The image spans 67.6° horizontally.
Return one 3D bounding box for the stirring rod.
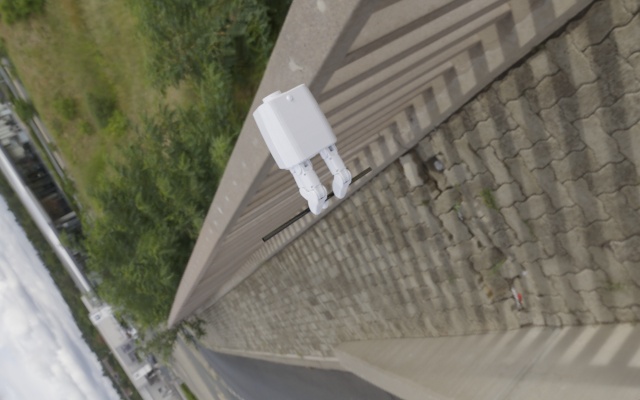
[{"bbox_3d":[0.000,0.003,0.801,0.239,0.011,0.011,-34,17,-27],"label":"stirring rod"}]
